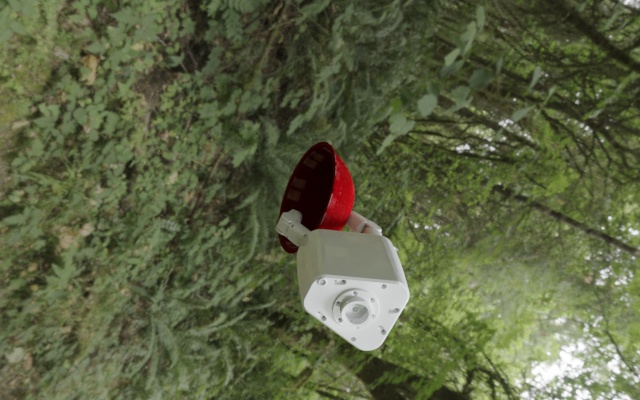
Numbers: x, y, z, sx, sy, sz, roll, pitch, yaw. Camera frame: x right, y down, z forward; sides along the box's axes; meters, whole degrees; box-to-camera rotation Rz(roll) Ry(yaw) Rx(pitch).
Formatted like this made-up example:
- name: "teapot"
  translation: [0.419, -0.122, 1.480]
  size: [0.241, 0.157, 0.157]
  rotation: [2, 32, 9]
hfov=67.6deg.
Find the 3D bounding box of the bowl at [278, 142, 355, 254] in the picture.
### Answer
- name: "bowl"
  translation: [0.000, 0.001, 0.671]
  size: [0.055, 0.162, 0.162]
  rotation: [19, -8, -25]
